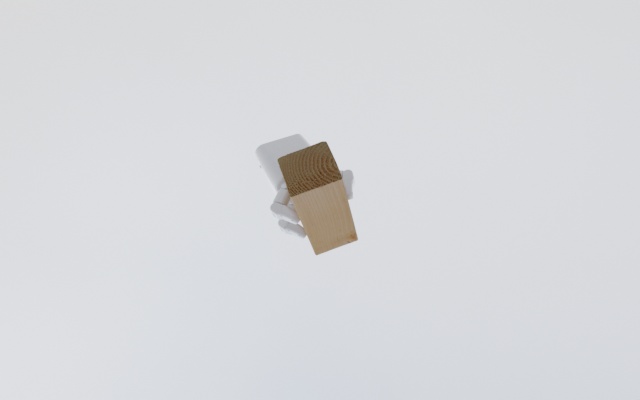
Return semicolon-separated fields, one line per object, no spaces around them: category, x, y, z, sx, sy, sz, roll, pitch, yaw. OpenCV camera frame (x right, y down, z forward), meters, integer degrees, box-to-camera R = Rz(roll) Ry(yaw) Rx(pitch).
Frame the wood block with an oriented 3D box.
wood block;0.000;0.002;0.859;0.091;0.090;0.206;-21;-35;-1
